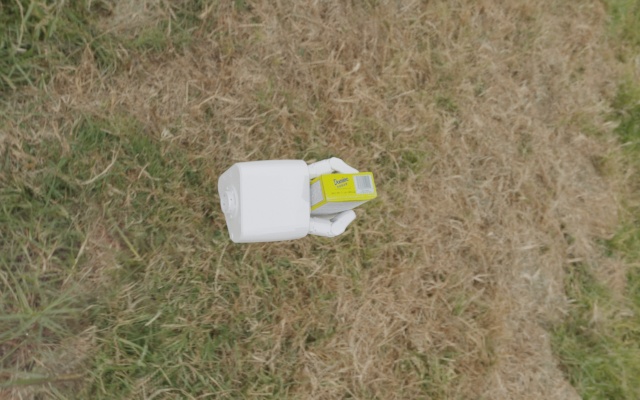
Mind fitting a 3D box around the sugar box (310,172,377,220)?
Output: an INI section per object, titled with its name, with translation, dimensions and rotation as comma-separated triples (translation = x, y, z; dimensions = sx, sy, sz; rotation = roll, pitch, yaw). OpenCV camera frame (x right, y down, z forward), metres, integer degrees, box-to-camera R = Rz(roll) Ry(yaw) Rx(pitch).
[sugar box]
translation = 0.000, 0.002, 0.755
dimensions = 0.093, 0.048, 0.176
rotation = -3, -12, -32
